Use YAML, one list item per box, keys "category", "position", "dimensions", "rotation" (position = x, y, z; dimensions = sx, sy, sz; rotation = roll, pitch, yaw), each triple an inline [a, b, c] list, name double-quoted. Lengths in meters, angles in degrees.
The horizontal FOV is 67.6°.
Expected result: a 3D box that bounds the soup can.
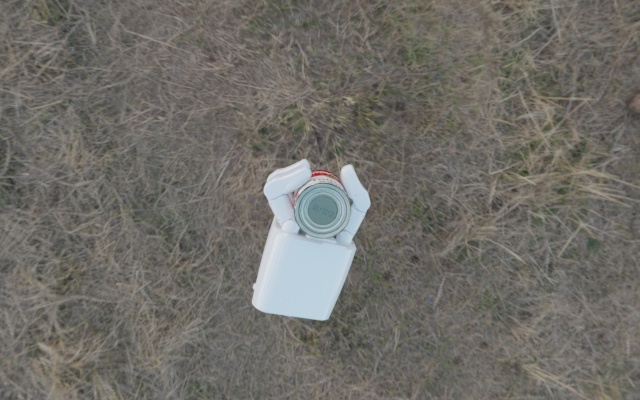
- category: "soup can"
  position: [0.000, 0.002, 0.592]
  dimensions: [0.068, 0.068, 0.102]
  rotation: [0, 12, -3]
